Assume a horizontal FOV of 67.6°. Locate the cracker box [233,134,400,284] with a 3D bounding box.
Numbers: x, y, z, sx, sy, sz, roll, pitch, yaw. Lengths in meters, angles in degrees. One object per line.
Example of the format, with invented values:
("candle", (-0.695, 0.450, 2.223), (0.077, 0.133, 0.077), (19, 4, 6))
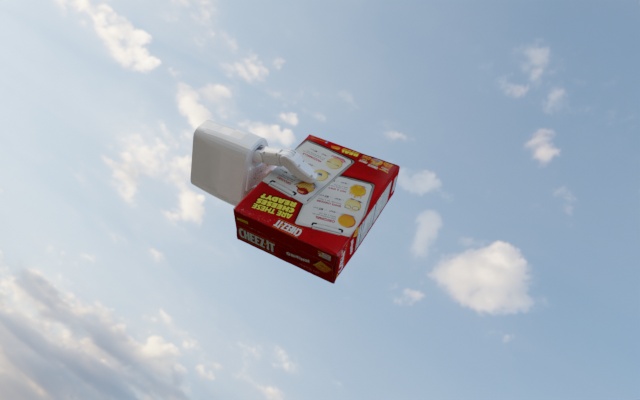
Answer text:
("cracker box", (0.000, 0.002, 0.713), (0.164, 0.072, 0.213), (22, 46, 19))
